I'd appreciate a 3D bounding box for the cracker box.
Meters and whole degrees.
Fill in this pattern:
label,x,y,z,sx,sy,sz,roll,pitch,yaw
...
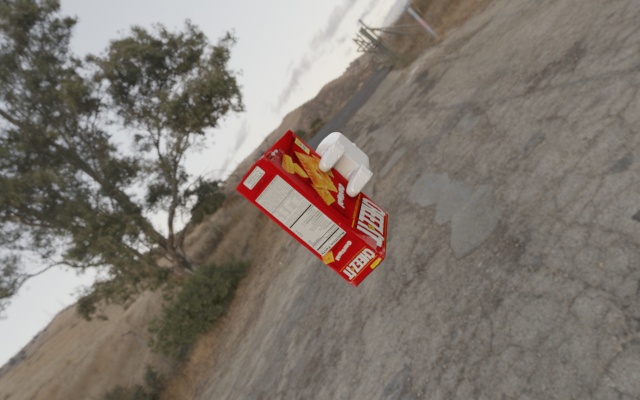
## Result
label,x,y,z,sx,sy,sz,roll,pitch,yaw
cracker box,0.000,0.002,0.699,0.214,0.072,0.164,40,22,-6
